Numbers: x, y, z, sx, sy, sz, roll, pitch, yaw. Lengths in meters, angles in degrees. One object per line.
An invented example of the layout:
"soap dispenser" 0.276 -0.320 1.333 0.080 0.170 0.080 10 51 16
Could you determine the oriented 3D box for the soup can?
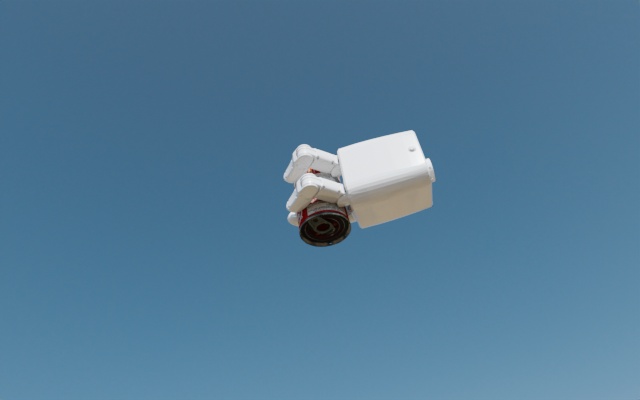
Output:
"soup can" 0.000 0.002 0.648 0.068 0.102 0.069 -5 -42 -5
